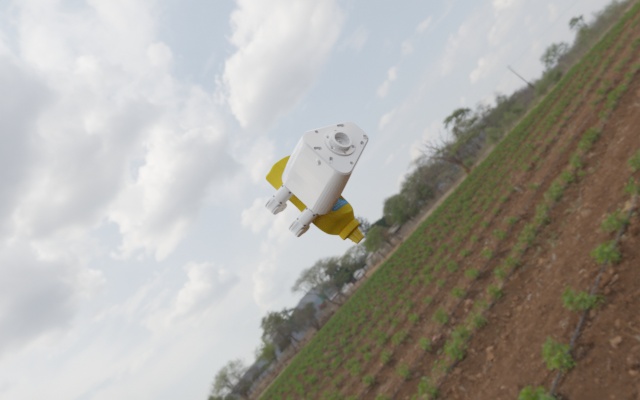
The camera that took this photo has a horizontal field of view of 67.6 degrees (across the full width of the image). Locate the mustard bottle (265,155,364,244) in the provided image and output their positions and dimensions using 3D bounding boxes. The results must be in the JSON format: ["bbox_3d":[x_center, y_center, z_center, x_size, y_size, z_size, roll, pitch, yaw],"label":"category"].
[{"bbox_3d":[0.000,0.003,0.823,0.191,0.058,0.096,43,27,10],"label":"mustard bottle"}]
